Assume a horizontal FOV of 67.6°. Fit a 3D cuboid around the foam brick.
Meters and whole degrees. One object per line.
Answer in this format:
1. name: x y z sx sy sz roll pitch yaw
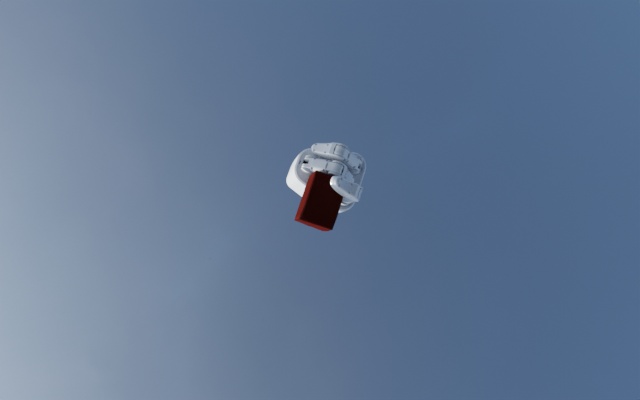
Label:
1. foam brick: 0.000 0.003 0.716 0.053 0.078 0.051 21 -11 -10
